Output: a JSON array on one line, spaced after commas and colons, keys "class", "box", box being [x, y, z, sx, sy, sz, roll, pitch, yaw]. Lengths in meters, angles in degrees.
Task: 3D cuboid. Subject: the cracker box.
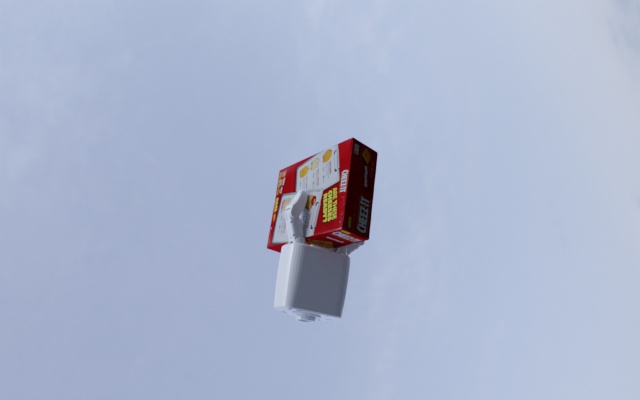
[{"class": "cracker box", "box": [0.000, 0.003, 0.849, 0.072, 0.164, 0.214, 23, -27, -34]}]
